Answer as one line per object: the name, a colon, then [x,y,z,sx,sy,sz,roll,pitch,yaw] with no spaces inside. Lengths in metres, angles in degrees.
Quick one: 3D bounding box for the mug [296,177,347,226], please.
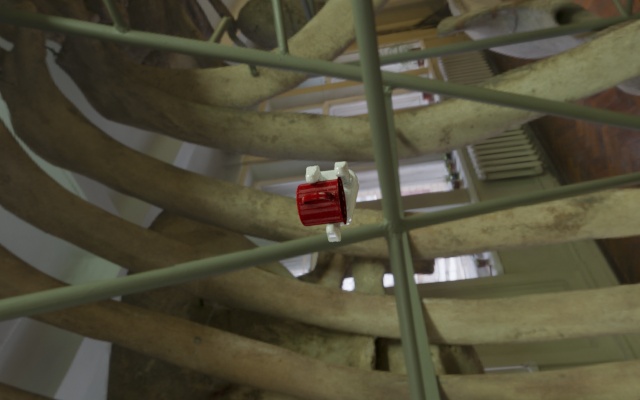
mug: [0.000,0.003,0.888,0.081,0.093,0.117,-8,-8,10]
